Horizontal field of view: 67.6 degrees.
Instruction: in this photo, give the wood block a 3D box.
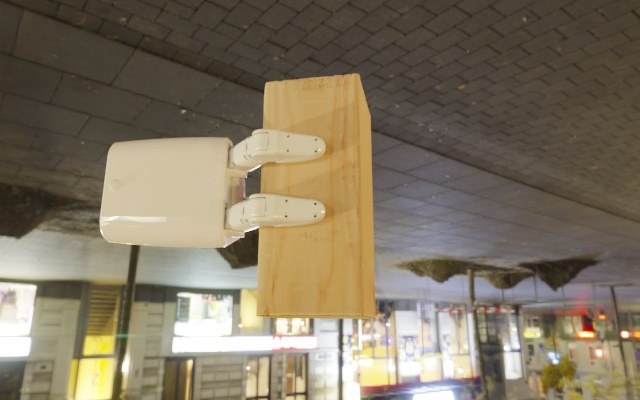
[{"bbox_3d":[0.000,0.002,0.437,0.090,0.206,0.091,-3,-15,11],"label":"wood block"}]
